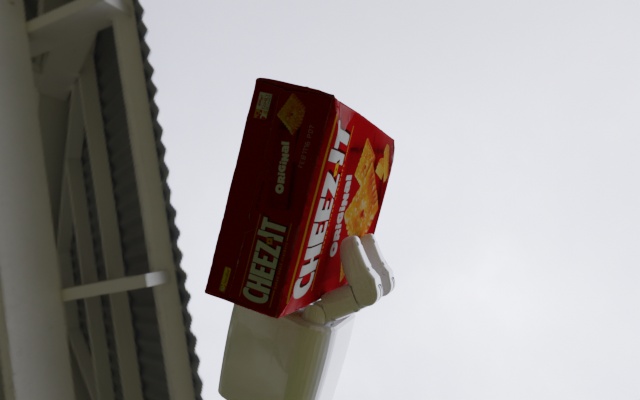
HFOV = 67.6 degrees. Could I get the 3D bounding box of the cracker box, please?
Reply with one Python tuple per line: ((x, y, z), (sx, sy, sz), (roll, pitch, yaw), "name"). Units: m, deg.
((0.000, 0.001, 0.432), (0.072, 0.164, 0.214), (15, 4, 20), "cracker box")
